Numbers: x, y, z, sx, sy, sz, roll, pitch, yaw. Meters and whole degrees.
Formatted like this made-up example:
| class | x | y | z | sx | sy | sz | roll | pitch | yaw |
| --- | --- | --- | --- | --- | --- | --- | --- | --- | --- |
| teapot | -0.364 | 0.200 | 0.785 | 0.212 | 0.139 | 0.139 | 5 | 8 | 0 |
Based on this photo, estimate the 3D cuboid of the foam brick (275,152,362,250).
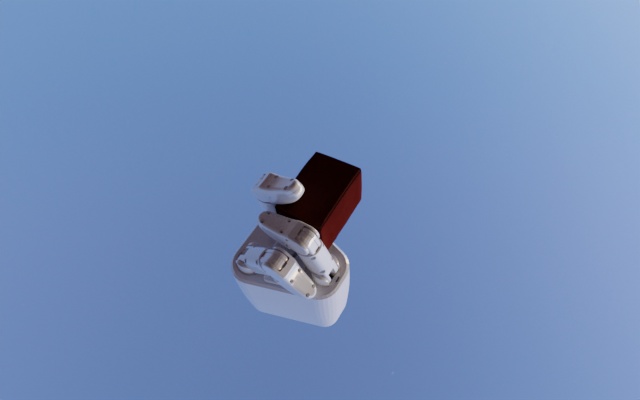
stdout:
| class | x | y | z | sx | sy | sz | roll | pitch | yaw |
| --- | --- | --- | --- | --- | --- | --- | --- | --- | --- |
| foam brick | 0.000 | 0.001 | 0.471 | 0.053 | 0.078 | 0.051 | 25 | -26 | 22 |
